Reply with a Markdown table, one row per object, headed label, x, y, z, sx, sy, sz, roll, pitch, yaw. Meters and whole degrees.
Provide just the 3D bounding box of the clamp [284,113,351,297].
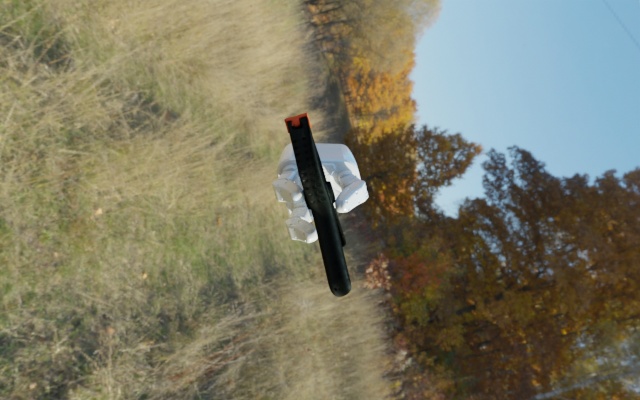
| label | x | y | z | sx | sy | sz | roll | pitch | yaw |
| --- | --- | --- | --- | --- | --- | --- | --- | --- | --- |
| clamp | 0.001 | 0.001 | 0.577 | 0.036 | 0.210 | 0.164 | -15 | 21 | 4 |
